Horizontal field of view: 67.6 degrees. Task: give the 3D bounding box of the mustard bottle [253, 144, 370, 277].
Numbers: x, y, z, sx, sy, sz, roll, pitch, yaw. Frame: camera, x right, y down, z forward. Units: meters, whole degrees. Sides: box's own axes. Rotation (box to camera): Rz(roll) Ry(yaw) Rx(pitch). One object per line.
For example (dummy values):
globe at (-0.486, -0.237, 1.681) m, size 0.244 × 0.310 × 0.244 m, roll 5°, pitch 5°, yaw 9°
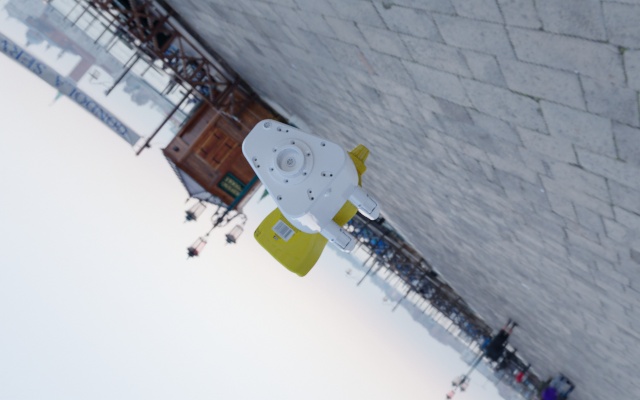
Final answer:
mustard bottle at (0.000, 0.002, 0.645) m, size 0.096 × 0.191 × 0.058 m, roll 37°, pitch -3°, yaw 37°
